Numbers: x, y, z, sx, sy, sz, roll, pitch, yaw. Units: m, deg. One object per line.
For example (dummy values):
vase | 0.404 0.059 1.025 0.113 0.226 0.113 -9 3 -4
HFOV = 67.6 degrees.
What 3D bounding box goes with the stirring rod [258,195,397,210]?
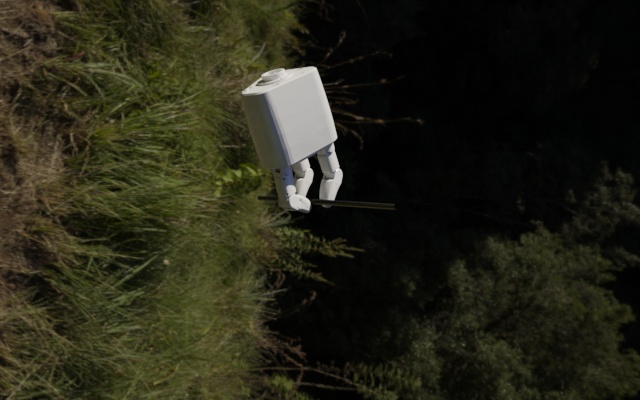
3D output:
stirring rod | 0.000 0.002 0.694 0.239 0.011 0.011 4 2 35
